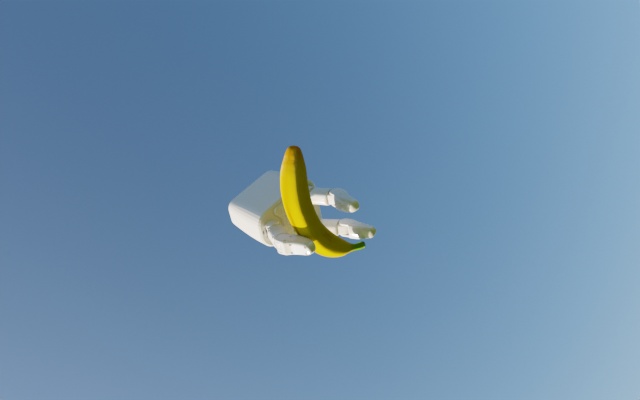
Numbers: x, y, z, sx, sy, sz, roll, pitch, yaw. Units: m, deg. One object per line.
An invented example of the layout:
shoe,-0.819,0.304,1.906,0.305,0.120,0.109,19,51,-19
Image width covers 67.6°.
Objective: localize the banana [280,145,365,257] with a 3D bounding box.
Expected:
banana,-0.011,0.017,0.646,0.069,0.198,0.037,-45,34,-16
